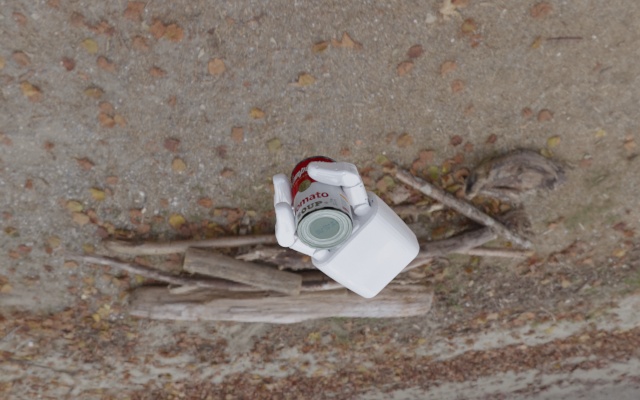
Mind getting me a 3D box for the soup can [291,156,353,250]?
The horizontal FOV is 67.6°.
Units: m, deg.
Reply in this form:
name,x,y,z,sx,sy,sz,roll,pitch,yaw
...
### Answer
name,x,y,z,sx,sy,sz,roll,pitch,yaw
soup can,0.000,0.002,0.583,0.068,0.069,0.102,0,41,-8
